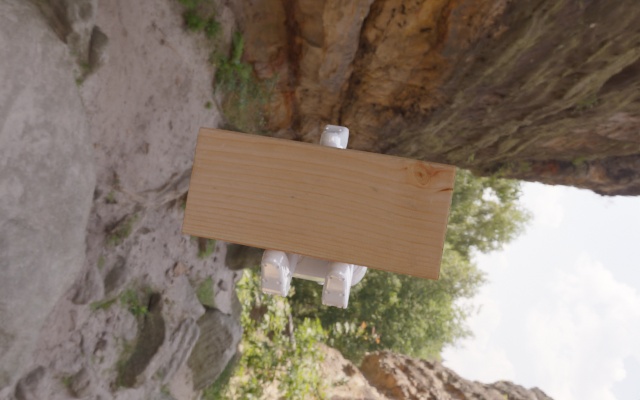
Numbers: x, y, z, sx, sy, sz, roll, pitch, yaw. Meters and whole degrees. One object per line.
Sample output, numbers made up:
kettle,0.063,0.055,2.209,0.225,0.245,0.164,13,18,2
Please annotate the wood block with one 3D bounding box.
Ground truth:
wood block,0.000,0.001,0.415,0.206,0.091,0.090,9,-1,7
